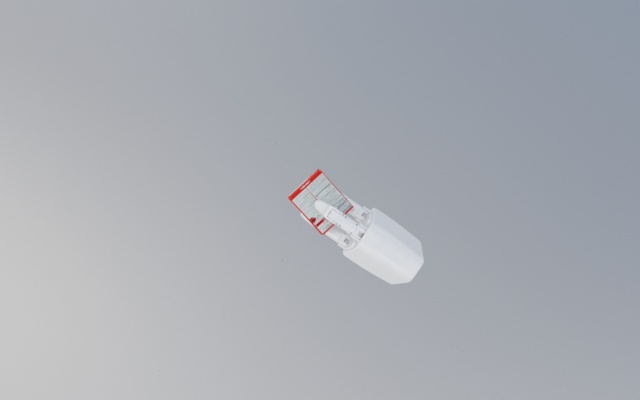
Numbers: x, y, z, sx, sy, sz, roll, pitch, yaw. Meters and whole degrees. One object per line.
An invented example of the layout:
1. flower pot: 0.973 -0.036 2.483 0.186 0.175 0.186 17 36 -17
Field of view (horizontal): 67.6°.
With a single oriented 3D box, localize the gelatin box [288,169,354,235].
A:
1. gelatin box: 0.000 0.002 0.810 0.073 0.089 0.030 -43 7 0
